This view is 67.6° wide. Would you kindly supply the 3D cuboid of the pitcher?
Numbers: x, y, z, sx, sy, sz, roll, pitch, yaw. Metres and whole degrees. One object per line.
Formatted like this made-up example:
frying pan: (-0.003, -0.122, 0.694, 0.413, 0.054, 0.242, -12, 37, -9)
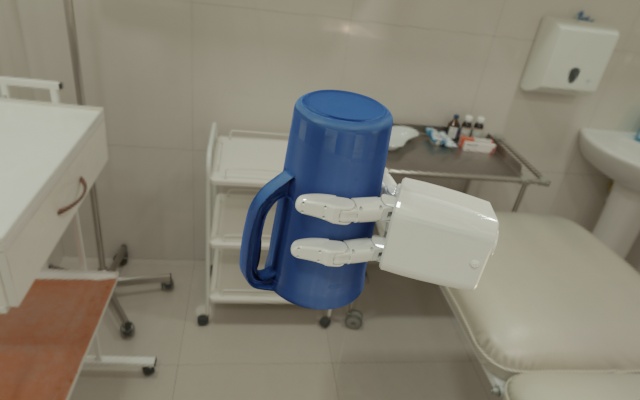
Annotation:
pitcher: (0.000, 0.002, 0.564, 0.145, 0.243, 0.149, 15, 31, 9)
